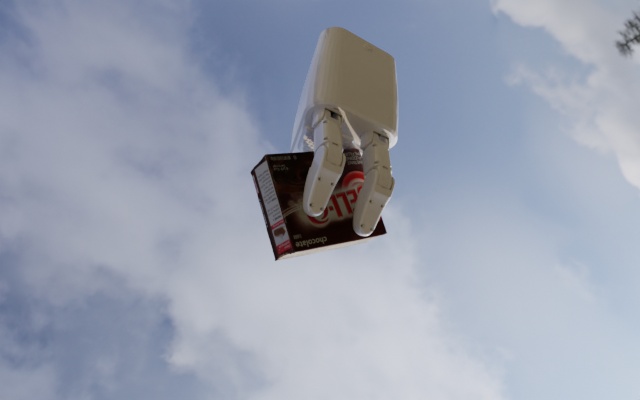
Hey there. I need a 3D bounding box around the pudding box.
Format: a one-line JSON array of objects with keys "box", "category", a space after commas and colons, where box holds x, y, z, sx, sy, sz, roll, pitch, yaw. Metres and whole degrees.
[{"box": [0.000, 0.001, 0.444, 0.113, 0.090, 0.039, -9, -16, -35], "category": "pudding box"}]
